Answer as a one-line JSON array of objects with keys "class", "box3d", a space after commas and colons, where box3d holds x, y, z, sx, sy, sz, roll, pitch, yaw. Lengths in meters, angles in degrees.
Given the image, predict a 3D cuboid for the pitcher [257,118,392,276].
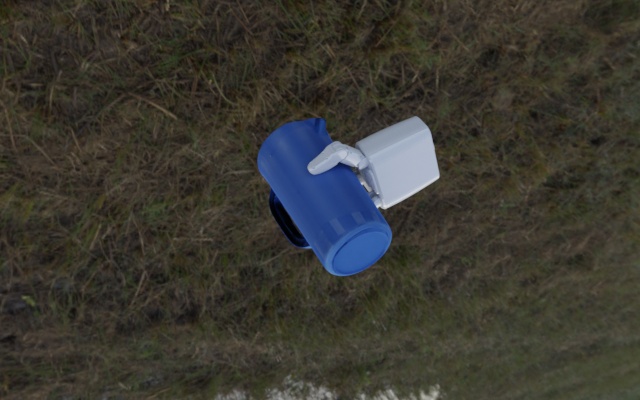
[{"class": "pitcher", "box3d": [0.000, 0.002, 0.743, 0.145, 0.242, 0.149, -27, -39, -8]}]
